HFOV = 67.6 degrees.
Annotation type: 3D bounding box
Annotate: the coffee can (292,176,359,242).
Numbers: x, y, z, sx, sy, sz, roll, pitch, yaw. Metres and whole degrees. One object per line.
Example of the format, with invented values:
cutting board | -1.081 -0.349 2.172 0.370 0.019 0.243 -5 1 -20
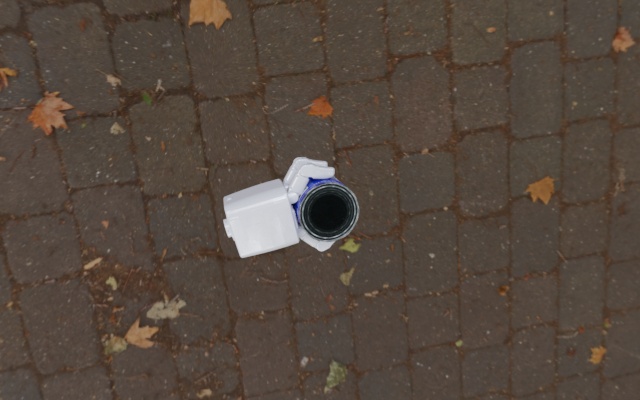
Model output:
coffee can | 0.000 0.003 0.848 0.103 0.103 0.140 0 15 -13
